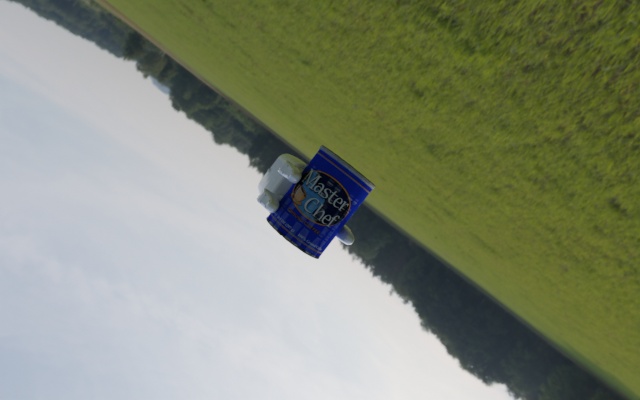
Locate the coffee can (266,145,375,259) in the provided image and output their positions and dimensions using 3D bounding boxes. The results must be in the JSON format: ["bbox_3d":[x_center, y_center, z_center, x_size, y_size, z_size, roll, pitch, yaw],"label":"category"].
[{"bbox_3d":[0.000,0.002,0.724,0.103,0.140,0.103,38,3,-2],"label":"coffee can"}]
